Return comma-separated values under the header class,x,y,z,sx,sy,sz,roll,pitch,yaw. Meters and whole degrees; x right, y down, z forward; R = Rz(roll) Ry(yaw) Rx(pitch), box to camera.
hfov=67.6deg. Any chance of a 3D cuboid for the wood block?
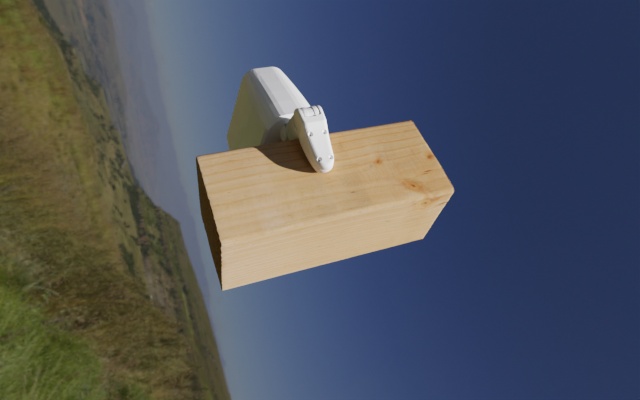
class,x,y,z,sx,sy,sz,roll,pitch,yaw
wood block,0.000,0.001,0.439,0.206,0.090,0.091,-12,-31,-18
